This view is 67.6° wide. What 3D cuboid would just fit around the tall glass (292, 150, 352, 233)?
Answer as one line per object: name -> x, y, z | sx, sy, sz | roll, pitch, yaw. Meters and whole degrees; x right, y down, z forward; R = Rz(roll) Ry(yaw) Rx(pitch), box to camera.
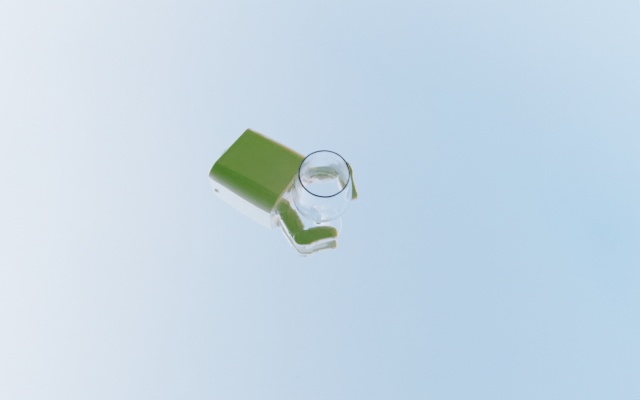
tall glass -> 0.000, 0.002, 0.656 | 0.079, 0.079, 0.201 | 0, -20, -3
